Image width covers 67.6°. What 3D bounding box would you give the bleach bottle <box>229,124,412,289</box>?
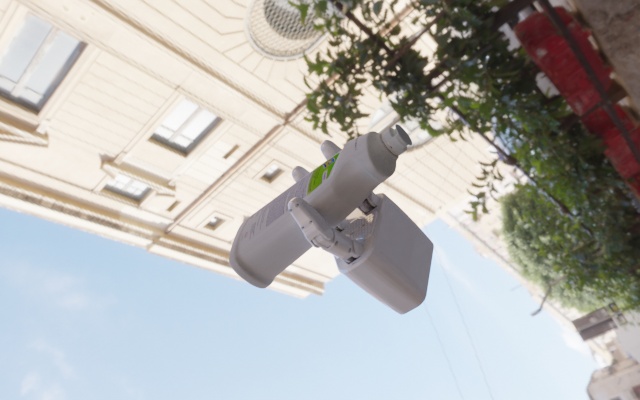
[{"bbox_3d":[0.000,0.002,0.561,0.251,0.068,0.102,-37,25,27],"label":"bleach bottle"}]
